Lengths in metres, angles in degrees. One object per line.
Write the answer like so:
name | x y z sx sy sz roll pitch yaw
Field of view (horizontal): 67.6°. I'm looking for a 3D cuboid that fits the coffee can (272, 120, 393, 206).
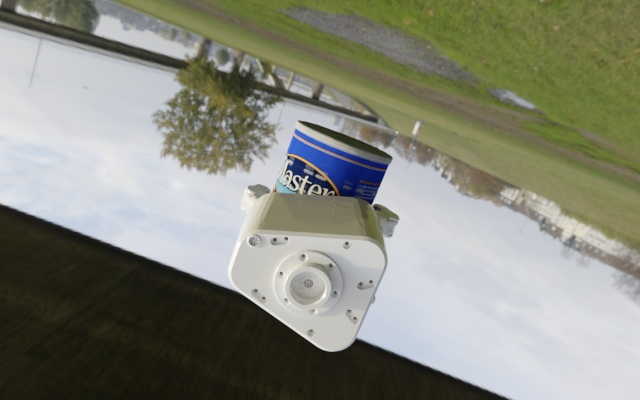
coffee can | 0.000 0.001 0.491 0.103 0.140 0.102 20 13 -5
